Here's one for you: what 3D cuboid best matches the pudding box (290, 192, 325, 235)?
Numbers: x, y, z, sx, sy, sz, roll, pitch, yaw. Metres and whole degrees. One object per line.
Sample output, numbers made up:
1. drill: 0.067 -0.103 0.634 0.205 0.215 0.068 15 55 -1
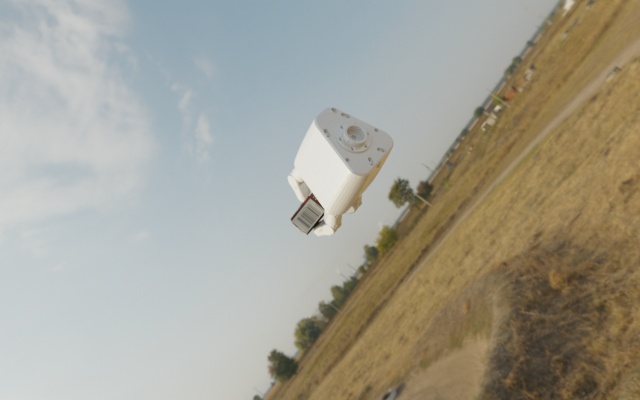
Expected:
1. pudding box: 0.000 0.002 0.773 0.039 0.113 0.090 41 -4 3
